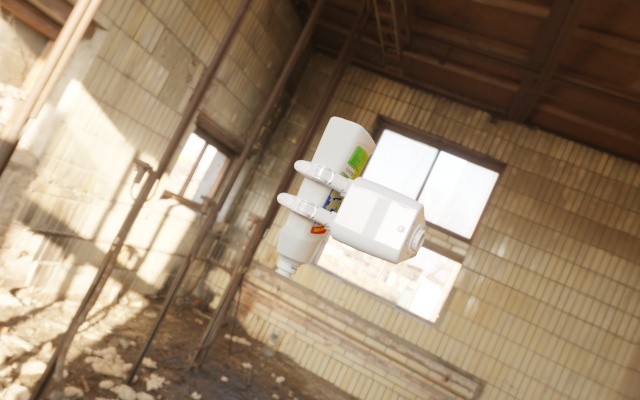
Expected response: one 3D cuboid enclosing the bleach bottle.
[{"bbox_3d":[0.000,0.002,0.745,0.068,0.251,0.102,23,-6,24],"label":"bleach bottle"}]
